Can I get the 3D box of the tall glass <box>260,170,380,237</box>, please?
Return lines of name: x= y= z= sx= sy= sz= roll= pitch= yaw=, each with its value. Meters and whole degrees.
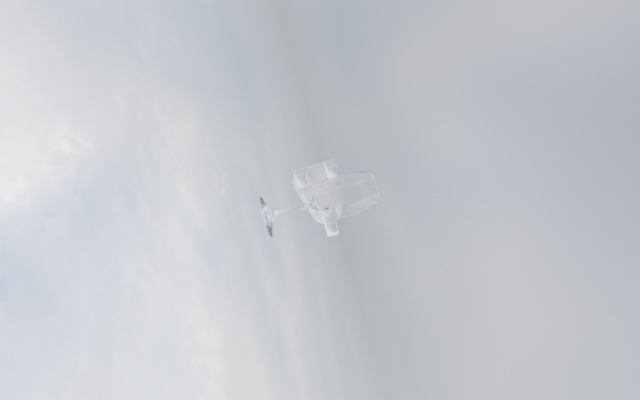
tall glass: x=-0.001 y=0.003 z=0.839 sx=0.201 sy=0.079 sz=0.079 roll=-15 pitch=-1 yaw=2
